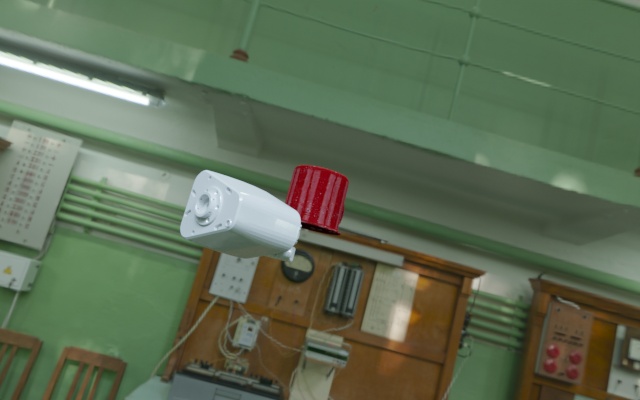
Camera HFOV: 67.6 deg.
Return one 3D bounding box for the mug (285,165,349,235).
[{"bbox_3d":[0.001,0.002,0.692,0.093,0.081,0.117,7,-11,40],"label":"mug"}]
